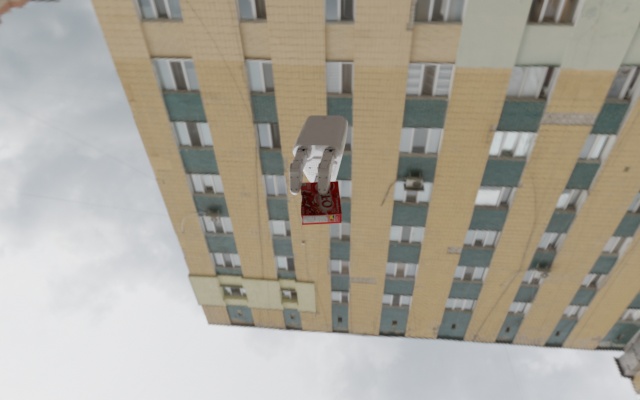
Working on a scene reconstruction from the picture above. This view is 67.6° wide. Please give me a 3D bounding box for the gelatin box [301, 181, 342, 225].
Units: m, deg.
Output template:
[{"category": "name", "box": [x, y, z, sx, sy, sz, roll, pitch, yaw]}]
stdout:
[{"category": "gelatin box", "box": [0.000, 0.003, 0.882, 0.073, 0.089, 0.030, -2, -45, 0]}]
